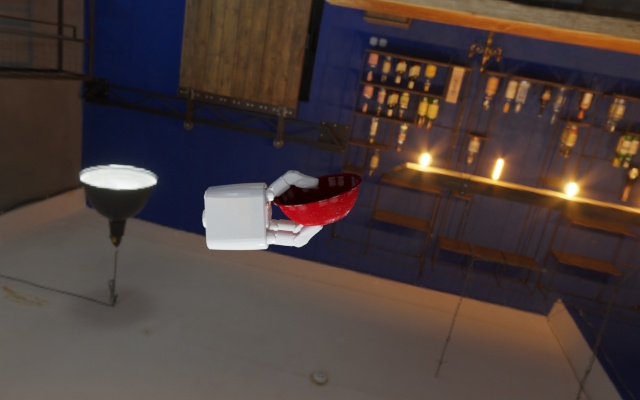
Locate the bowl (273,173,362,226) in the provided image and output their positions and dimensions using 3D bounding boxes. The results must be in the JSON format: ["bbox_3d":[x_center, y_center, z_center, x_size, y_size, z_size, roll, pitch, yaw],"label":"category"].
[{"bbox_3d":[0.002,0.003,0.845,0.162,0.055,0.162,-14,16,4],"label":"bowl"}]
